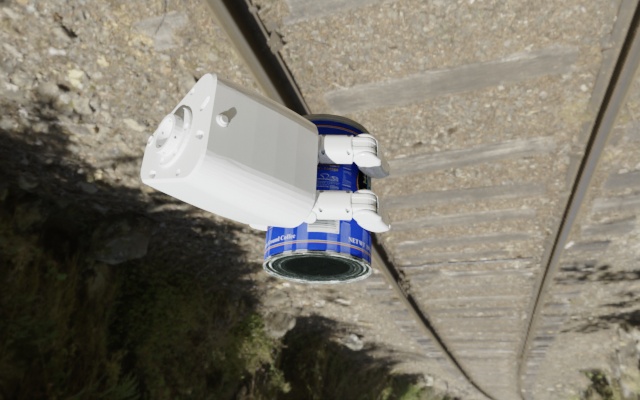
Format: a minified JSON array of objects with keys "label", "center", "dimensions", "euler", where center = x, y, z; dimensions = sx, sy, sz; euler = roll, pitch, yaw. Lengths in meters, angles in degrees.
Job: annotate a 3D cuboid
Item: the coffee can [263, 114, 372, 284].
[{"label":"coffee can","center":[0.000,0.001,0.473],"dimensions":[0.103,0.140,0.103],"euler":[2,-24,1]}]
